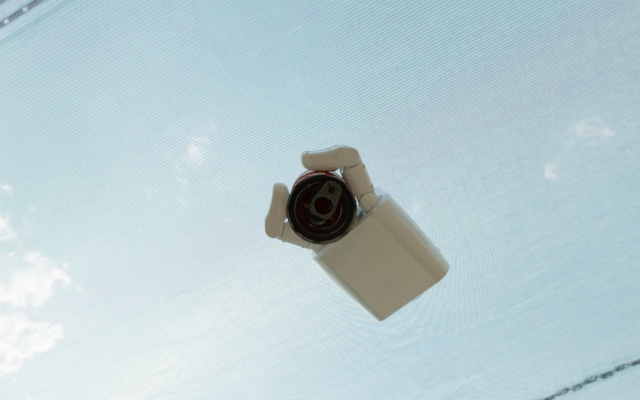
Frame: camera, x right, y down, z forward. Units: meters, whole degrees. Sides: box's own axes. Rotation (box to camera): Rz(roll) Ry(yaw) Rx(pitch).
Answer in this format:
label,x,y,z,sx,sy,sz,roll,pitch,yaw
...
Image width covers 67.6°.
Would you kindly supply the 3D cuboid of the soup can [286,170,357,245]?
label,x,y,z,sx,sy,sz,roll,pitch,yaw
soup can,0.000,0.001,0.501,0.068,0.068,0.102,0,8,-1
